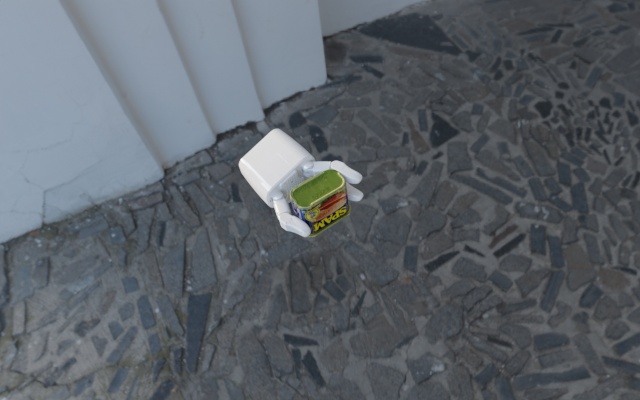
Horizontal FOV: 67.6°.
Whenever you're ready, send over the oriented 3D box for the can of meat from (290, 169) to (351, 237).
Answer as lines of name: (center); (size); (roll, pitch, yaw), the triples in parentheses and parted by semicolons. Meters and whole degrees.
can of meat: (0.000, 0.003, 0.829); (0.102, 0.057, 0.084); (-31, -35, -15)
